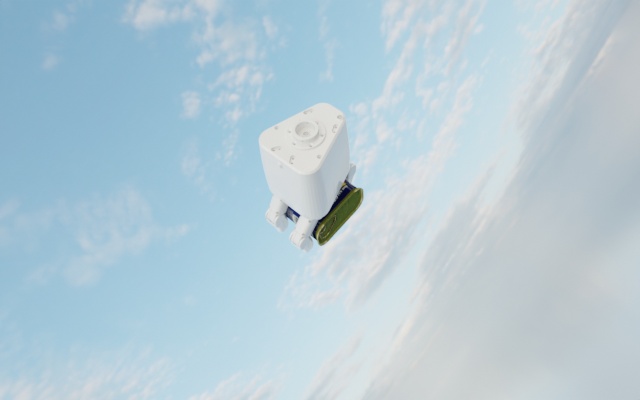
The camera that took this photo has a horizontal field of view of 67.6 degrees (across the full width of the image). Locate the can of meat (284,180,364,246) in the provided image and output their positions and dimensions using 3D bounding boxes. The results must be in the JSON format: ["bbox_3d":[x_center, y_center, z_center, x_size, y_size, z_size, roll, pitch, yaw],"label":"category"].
[{"bbox_3d":[0.000,0.002,0.713,0.084,0.102,0.057,36,-19,23],"label":"can of meat"}]
